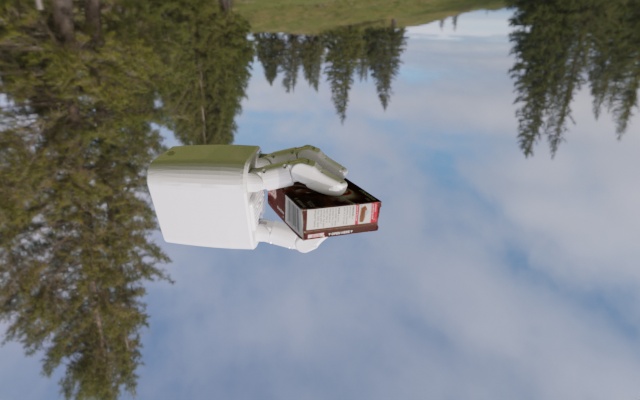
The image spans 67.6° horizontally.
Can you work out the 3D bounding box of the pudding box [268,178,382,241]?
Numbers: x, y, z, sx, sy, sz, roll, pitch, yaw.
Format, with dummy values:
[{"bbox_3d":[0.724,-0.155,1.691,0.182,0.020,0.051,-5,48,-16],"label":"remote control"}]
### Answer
[{"bbox_3d":[0.000,0.002,0.524,0.090,0.039,0.113,-7,24,-23],"label":"pudding box"}]
